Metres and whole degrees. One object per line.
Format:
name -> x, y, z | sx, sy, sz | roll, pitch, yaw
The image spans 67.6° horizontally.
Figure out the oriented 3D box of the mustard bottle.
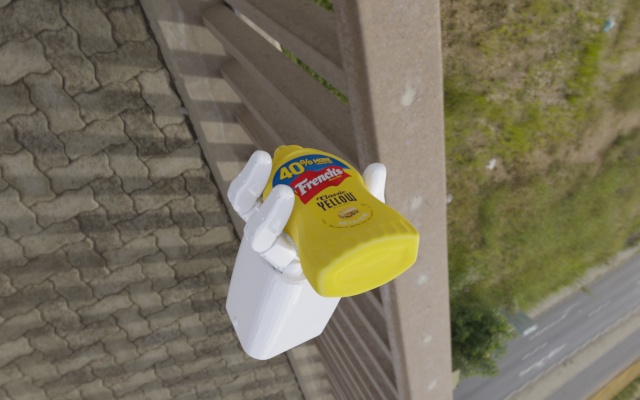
mustard bottle -> 0.000, 0.001, 0.444 | 0.096, 0.058, 0.191 | -18, 41, -19
